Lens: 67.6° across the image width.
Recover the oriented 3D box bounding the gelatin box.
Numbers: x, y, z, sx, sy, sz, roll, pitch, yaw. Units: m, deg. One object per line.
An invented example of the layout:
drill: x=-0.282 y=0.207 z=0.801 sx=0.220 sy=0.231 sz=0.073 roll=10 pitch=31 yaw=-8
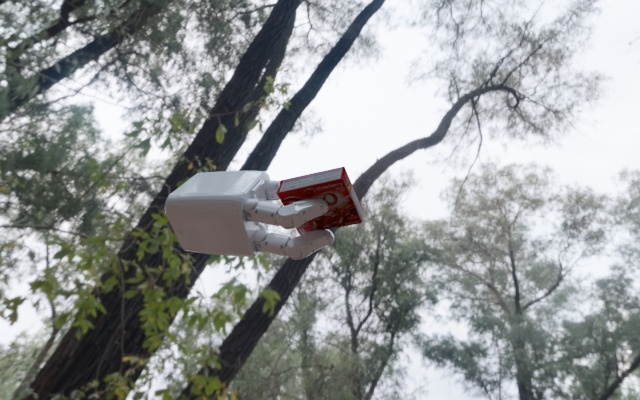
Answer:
gelatin box: x=0.000 y=0.002 z=0.595 sx=0.089 sy=0.073 sz=0.030 roll=-12 pitch=37 yaw=19
